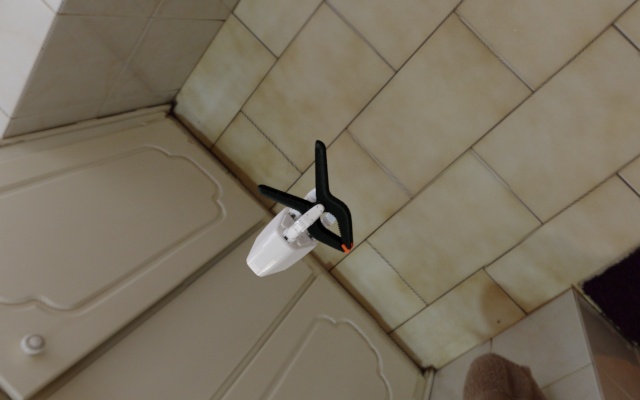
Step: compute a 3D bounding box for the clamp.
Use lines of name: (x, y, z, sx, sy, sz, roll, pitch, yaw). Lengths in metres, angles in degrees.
clamp: (0.000, 0.004, 0.889, 0.164, 0.210, 0.036, -42, 0, 27)
